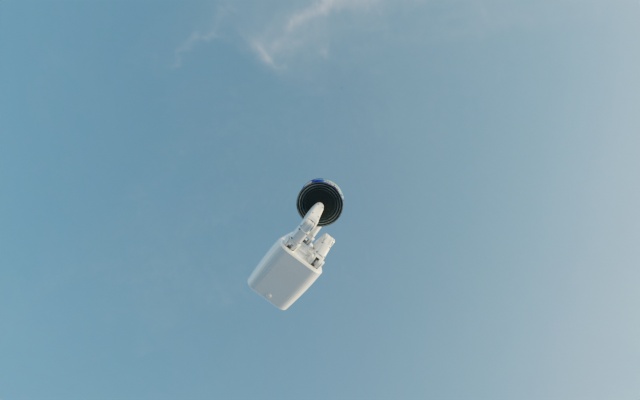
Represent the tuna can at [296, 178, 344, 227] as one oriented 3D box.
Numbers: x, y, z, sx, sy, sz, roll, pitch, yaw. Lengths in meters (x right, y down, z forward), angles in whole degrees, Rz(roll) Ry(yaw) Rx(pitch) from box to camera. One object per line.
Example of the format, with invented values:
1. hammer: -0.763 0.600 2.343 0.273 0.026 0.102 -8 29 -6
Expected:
1. tuna can: 0.000 0.003 0.882 0.086 0.086 0.033 0 18 6
